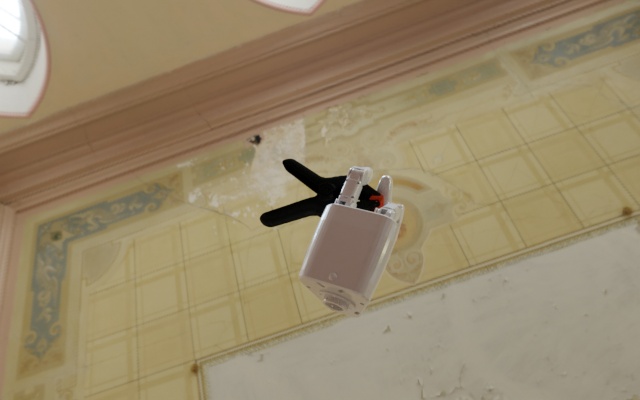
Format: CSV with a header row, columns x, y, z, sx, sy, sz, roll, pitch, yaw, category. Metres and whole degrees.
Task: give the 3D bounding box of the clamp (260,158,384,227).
x,y,z,sx,sy,sz,roll,pitch,yaw,category
0.000,0.002,0.674,0.171,0.120,0.039,13,-28,22,clamp
